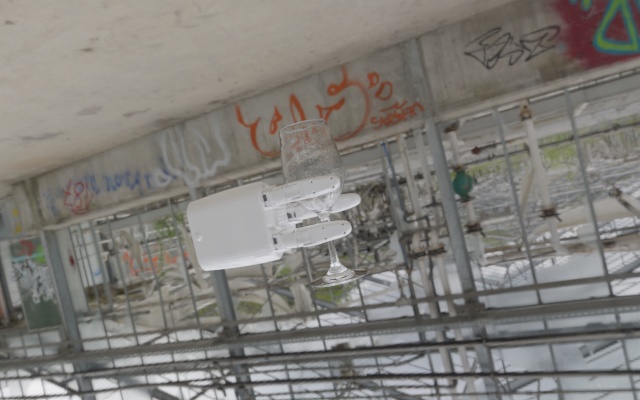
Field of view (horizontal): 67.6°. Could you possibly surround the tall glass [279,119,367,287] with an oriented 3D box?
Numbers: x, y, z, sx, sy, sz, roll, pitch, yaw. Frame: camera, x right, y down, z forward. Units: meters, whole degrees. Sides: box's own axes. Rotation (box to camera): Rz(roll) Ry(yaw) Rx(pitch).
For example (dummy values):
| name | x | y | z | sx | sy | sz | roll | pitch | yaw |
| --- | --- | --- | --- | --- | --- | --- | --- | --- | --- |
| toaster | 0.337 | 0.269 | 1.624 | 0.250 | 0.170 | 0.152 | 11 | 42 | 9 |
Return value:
| name | x | y | z | sx | sy | sz | roll | pitch | yaw |
| --- | --- | --- | --- | --- | --- | --- | --- | --- | --- |
| tall glass | 0.000 | 0.003 | 0.603 | 0.079 | 0.201 | 0.079 | -13 | 1 | 0 |
